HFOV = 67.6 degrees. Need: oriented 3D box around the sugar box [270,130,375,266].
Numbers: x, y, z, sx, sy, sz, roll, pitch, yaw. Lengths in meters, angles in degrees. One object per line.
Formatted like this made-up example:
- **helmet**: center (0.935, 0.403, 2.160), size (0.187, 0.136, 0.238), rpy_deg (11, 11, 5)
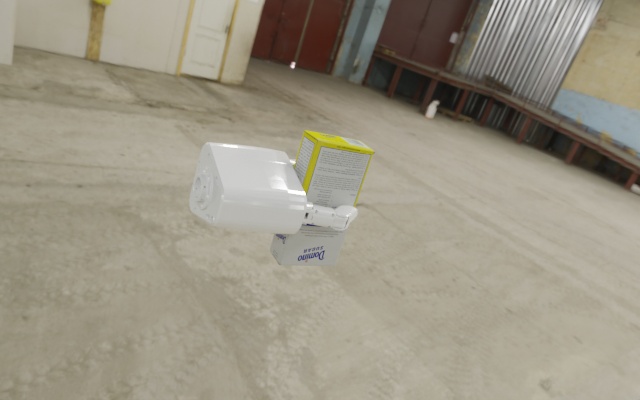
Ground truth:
- **sugar box**: center (0.000, 0.002, 0.637), size (0.093, 0.176, 0.048), rpy_deg (7, 24, -32)
